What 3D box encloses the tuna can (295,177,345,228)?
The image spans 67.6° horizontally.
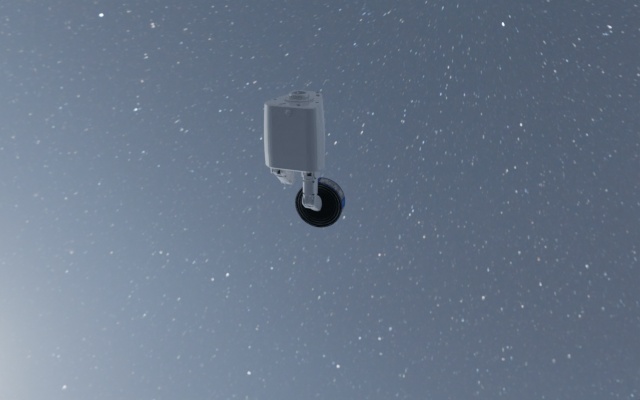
[{"bbox_3d":[0.000,0.003,0.853,0.086,0.086,0.033,0,22,16],"label":"tuna can"}]
